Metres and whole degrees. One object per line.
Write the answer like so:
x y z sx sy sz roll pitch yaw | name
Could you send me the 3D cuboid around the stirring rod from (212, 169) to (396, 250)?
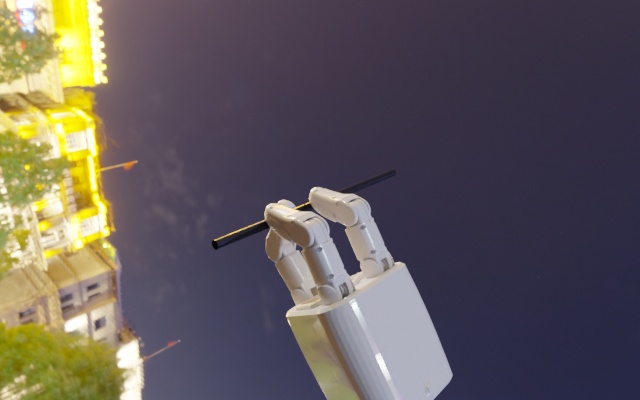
0.000 0.002 0.447 0.011 0.011 0.239 0 16 44 | stirring rod
